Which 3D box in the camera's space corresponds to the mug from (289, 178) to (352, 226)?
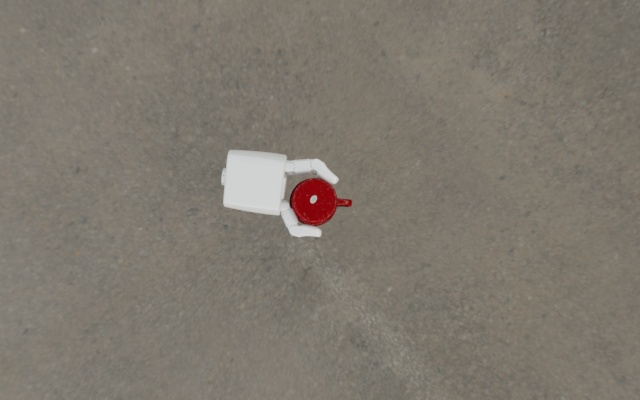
[{"bbox_3d":[0.002,0.003,0.883,0.117,0.093,0.081,5,-2,-2],"label":"mug"}]
